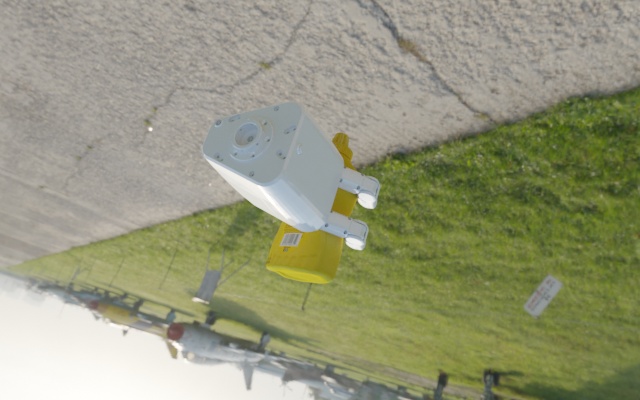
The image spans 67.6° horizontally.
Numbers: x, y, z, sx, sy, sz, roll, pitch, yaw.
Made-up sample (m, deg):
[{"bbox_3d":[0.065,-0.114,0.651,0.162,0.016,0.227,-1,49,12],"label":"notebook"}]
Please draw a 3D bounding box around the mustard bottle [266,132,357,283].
[{"bbox_3d":[0.000,0.002,0.585,0.058,0.191,0.096,32,-23,-35],"label":"mustard bottle"}]
